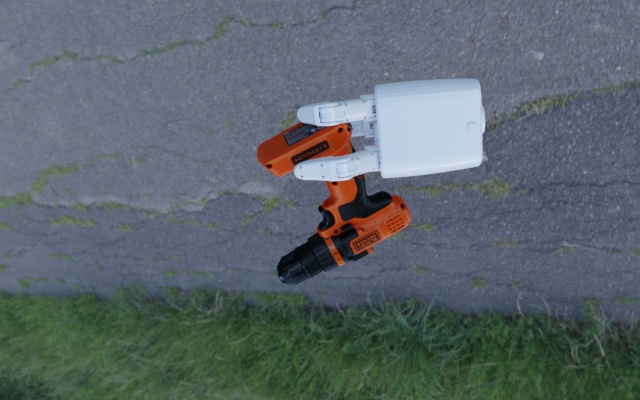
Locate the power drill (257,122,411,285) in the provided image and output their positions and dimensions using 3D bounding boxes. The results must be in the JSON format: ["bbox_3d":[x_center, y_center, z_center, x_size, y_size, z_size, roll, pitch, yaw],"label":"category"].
[{"bbox_3d":[0.000,0.001,0.565,0.184,0.188,0.057,-30,35,-1],"label":"power drill"}]
